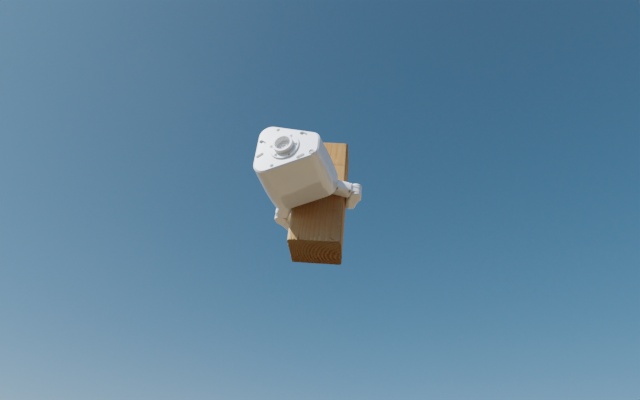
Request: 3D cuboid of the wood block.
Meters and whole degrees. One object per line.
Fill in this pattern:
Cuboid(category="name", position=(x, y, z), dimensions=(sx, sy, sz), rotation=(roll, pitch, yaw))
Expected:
Cuboid(category="wood block", position=(0.000, 0.003, 0.864), dimensions=(0.091, 0.206, 0.090), rotation=(3, -32, 5))
